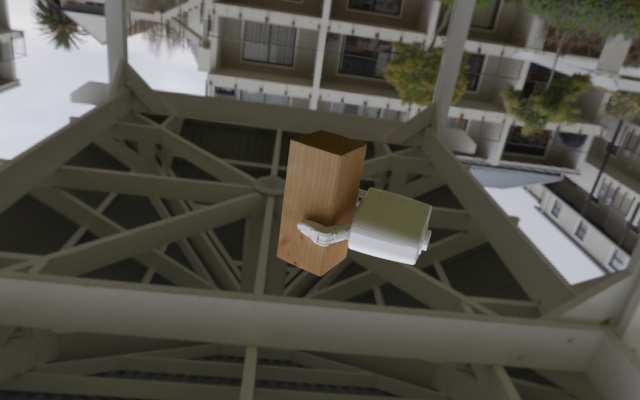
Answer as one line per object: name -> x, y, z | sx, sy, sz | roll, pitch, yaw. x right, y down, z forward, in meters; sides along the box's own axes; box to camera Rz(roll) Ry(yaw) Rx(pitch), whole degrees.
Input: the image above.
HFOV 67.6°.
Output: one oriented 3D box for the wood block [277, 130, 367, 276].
wood block -> 0.000, 0.003, 0.769 | 0.090, 0.206, 0.091 | 21, 27, 26
